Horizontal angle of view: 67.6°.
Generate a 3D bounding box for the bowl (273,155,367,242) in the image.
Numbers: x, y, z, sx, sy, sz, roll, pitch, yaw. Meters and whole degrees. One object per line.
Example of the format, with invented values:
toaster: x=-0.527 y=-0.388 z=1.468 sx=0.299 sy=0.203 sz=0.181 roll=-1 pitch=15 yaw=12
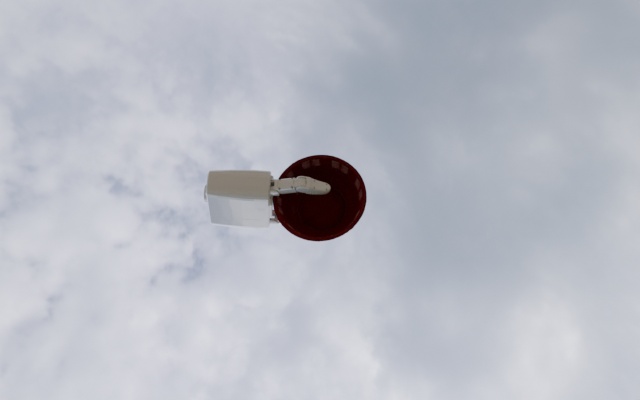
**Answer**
bowl: x=0.001 y=0.003 z=0.836 sx=0.162 sy=0.162 sz=0.055 roll=0 pitch=-23 yaw=5
